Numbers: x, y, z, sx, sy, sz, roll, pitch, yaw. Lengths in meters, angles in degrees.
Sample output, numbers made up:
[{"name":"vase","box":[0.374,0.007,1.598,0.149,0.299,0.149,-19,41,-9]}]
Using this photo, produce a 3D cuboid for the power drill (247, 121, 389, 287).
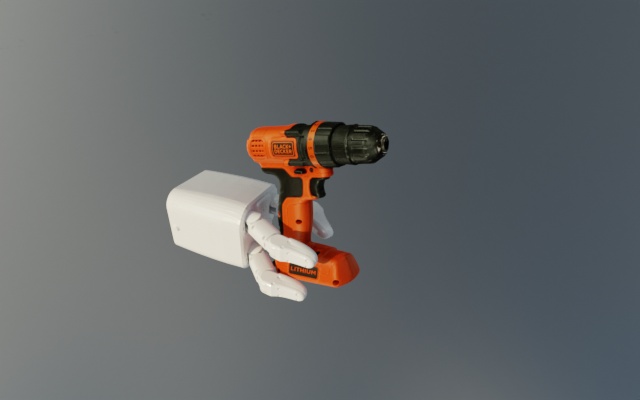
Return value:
[{"name":"power drill","box":[0.000,0.002,0.556,0.184,0.188,0.057,6,17,38]}]
